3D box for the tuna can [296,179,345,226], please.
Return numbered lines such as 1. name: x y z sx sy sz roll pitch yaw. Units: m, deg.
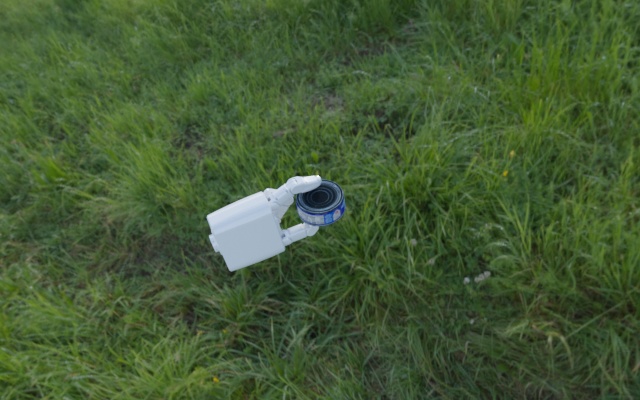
1. tuna can: 0.000 0.002 0.835 0.086 0.086 0.034 0 -44 7
